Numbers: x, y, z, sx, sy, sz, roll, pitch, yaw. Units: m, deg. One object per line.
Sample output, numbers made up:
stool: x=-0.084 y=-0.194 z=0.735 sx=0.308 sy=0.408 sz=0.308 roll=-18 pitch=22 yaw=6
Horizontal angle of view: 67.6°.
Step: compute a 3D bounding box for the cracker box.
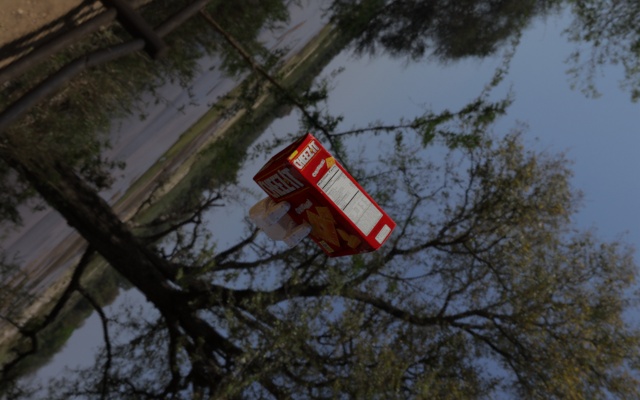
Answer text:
cracker box: x=0.000 y=0.003 z=0.823 sx=0.214 sy=0.072 sz=0.164 roll=45 pitch=-26 yaw=-13
